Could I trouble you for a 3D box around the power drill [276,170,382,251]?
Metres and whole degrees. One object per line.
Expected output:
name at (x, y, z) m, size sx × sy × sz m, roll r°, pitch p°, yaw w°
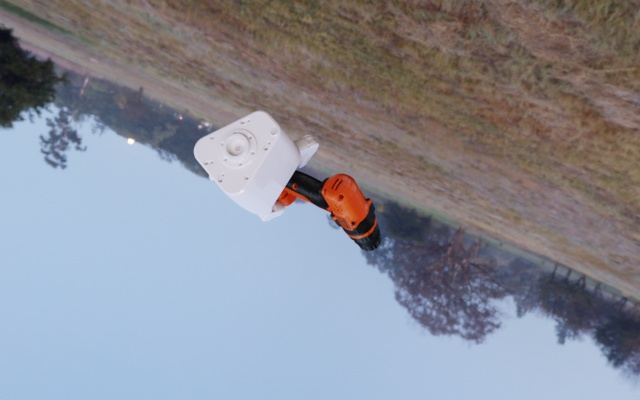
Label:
power drill at (0.000, 0.002, 0.734) m, size 0.187 × 0.057 × 0.184 m, roll 20°, pitch -23°, yaw 31°
